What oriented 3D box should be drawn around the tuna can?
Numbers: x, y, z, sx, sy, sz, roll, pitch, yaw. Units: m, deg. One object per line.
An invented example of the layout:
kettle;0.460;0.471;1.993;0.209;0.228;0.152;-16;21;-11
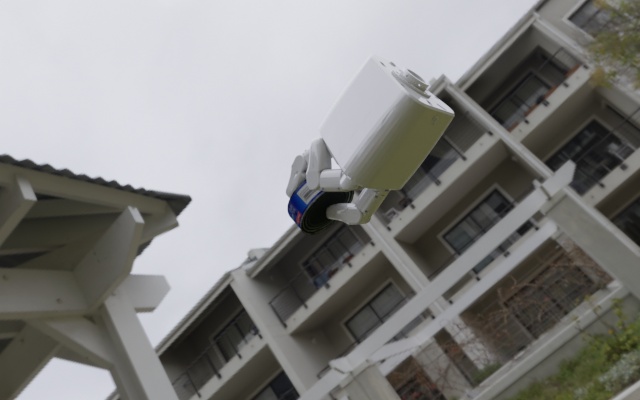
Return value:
tuna can;0.000;0.002;0.612;0.033;0.086;0.086;47;26;28
